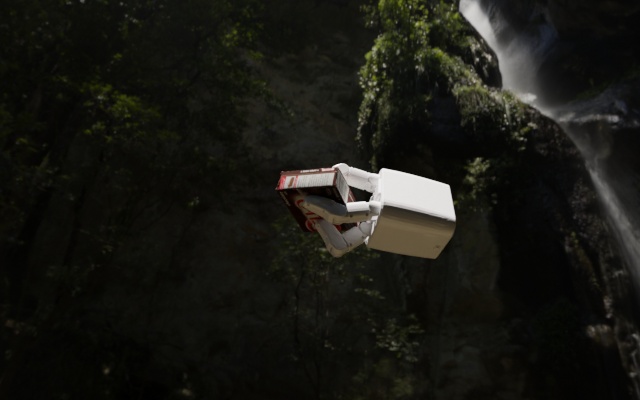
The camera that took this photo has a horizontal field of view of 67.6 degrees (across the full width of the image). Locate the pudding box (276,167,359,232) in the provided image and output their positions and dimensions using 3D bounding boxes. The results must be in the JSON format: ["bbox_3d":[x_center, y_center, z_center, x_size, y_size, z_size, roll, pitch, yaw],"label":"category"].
[{"bbox_3d":[0.000,0.002,0.687,0.090,0.039,0.114,-4,-39,21],"label":"pudding box"}]
